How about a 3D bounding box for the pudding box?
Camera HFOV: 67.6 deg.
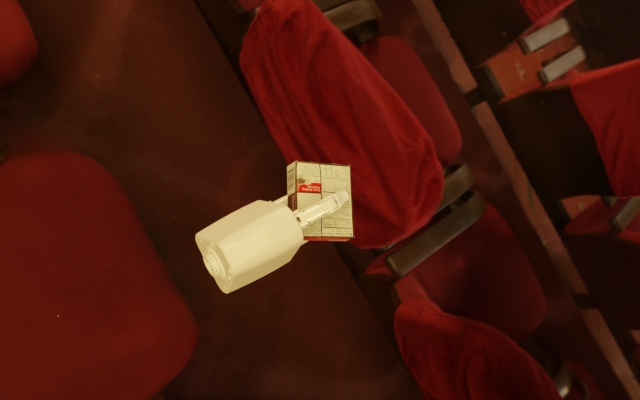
[{"bbox_3d":[0.000,0.002,0.690,0.090,0.113,0.039,3,-11,-23],"label":"pudding box"}]
